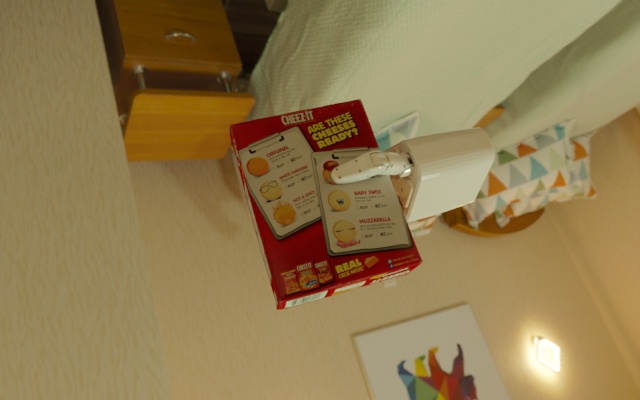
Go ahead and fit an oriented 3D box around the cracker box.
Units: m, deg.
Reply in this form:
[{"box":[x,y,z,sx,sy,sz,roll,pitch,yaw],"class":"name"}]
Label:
[{"box":[0.000,0.002,0.558,0.164,0.213,0.072,-14,-20,-13],"class":"cracker box"}]
